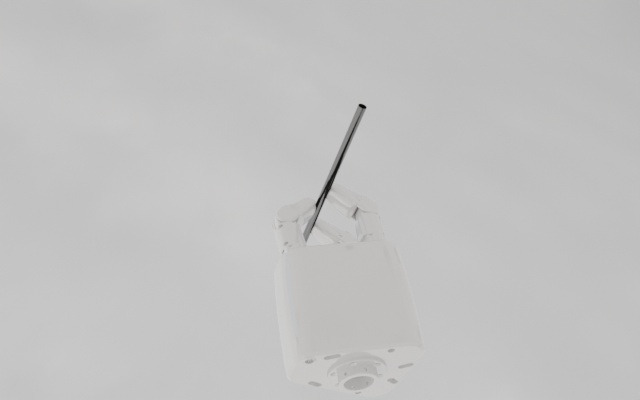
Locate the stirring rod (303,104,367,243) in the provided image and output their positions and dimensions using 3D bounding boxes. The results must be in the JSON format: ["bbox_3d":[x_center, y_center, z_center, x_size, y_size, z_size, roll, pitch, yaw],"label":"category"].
[{"bbox_3d":[0.000,0.002,0.501,0.011,0.240,0.011,14,40,-12],"label":"stirring rod"}]
